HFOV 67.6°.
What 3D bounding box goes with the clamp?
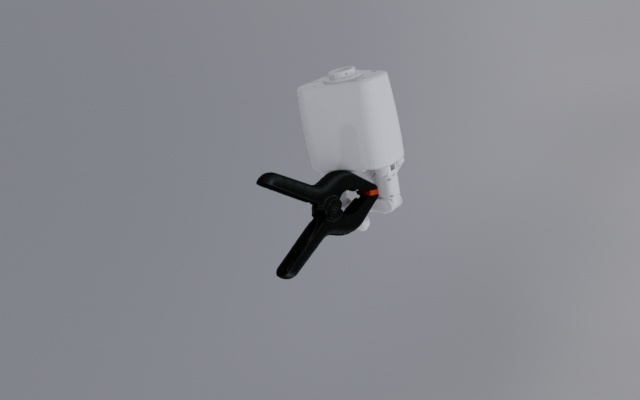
[{"bbox_3d":[0.001,0.002,0.557,0.039,0.120,0.171,10,33,45],"label":"clamp"}]
